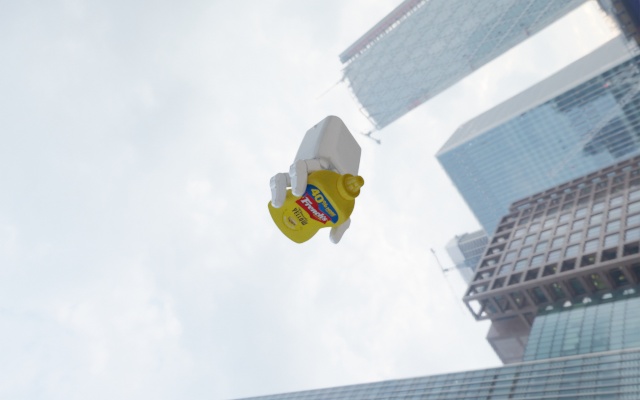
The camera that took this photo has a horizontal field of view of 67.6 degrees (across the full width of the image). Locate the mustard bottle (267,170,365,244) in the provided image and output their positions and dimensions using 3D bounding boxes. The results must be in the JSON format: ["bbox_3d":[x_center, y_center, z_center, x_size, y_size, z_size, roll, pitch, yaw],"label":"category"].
[{"bbox_3d":[0.000,0.003,0.781,0.192,0.096,0.058,-29,11,43],"label":"mustard bottle"}]
